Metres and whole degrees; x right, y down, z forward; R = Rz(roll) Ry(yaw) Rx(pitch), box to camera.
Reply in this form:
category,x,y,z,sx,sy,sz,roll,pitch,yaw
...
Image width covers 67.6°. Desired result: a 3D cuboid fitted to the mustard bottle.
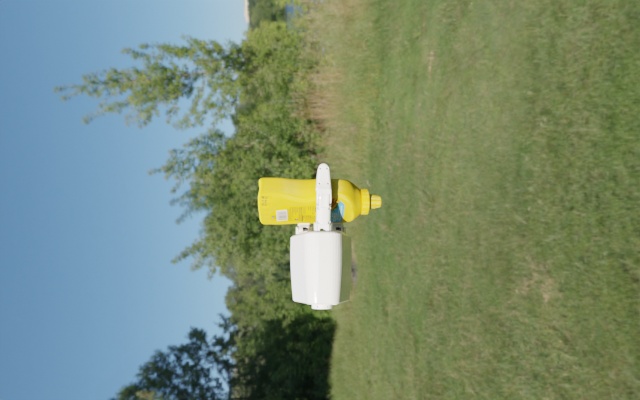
category,x,y,z,sx,sy,sz,roll,pitch,yaw
mustard bottle,0.000,0.002,0.753,0.191,0.058,0.096,0,-33,-3
